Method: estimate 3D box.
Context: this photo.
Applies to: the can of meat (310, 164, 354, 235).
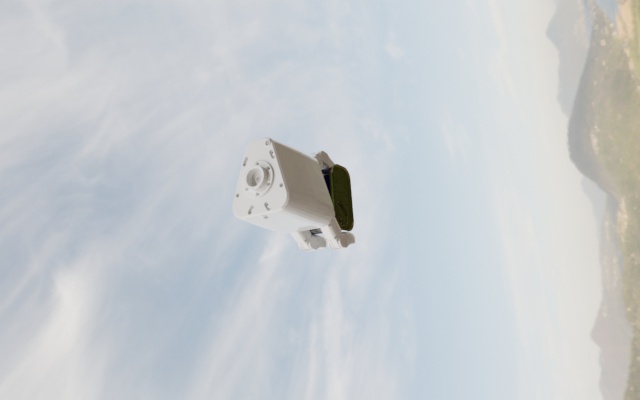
[{"bbox_3d":[0.000,0.002,0.744,0.084,0.102,0.057,-11,-14,30],"label":"can of meat"}]
